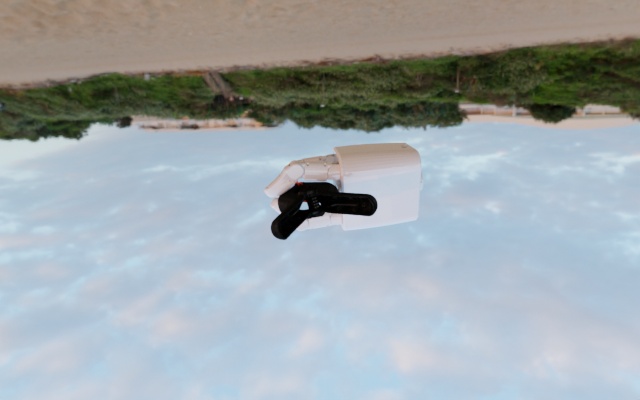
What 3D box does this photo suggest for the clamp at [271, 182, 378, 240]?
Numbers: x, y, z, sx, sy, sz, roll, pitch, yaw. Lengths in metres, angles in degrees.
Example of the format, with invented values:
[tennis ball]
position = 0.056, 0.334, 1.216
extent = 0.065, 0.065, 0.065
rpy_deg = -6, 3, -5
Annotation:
[clamp]
position = 0.000, 0.002, 0.586
extent = 0.120, 0.039, 0.171
rpy_deg = -7, 17, -3
